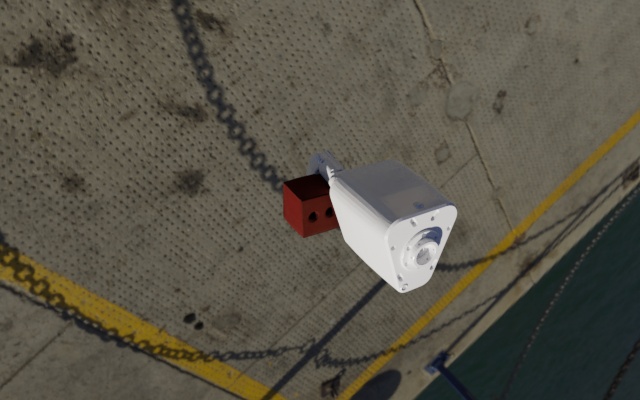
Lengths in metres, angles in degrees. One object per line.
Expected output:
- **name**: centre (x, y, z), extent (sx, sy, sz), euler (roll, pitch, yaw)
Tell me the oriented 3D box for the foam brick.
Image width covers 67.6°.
- **foam brick**: centre (0.000, 0.002, 0.573), extent (0.078, 0.053, 0.051), euler (-16, 36, -23)
